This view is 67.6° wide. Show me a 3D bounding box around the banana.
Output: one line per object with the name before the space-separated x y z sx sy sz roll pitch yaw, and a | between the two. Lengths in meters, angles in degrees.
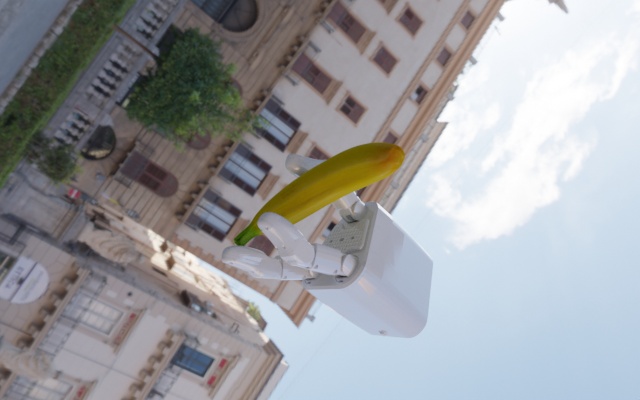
banana | 0.002 -0.008 0.441 0.198 0.037 0.069 -31 23 34
